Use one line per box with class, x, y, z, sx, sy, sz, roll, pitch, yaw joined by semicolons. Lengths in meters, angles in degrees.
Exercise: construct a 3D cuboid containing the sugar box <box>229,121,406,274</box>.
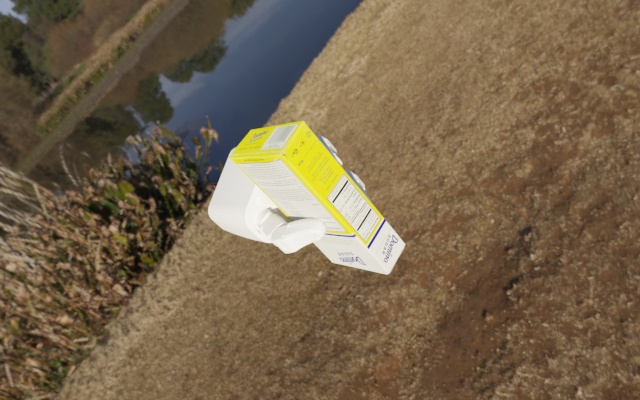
sugar box;0.000;0.001;0.476;0.093;0.048;0.176;4;-35;51
